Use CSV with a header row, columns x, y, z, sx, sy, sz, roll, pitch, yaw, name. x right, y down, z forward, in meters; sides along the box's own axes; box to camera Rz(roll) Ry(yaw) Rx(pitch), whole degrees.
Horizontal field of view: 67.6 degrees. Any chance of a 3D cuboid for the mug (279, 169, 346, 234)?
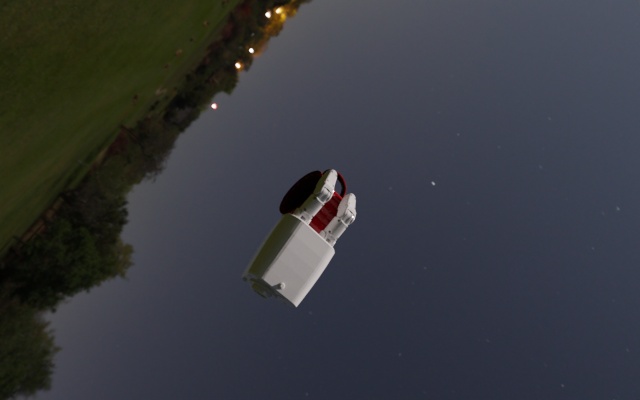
x,y,z,sx,sy,sz,roll,pitch,yaw,name
0.001,0.002,0.788,0.081,0.117,0.093,45,-22,-23,mug
